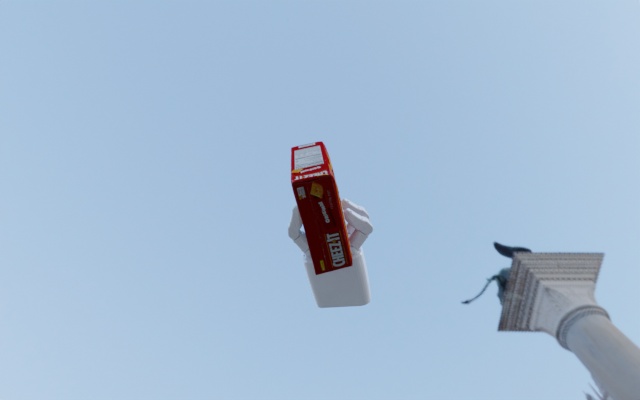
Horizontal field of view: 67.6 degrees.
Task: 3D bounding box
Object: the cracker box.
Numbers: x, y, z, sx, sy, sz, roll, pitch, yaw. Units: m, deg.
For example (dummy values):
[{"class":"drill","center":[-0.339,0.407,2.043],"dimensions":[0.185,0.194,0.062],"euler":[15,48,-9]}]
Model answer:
[{"class":"cracker box","center":[0.000,0.003,0.832],"dimensions":[0.072,0.164,0.213],"euler":[-14,21,1]}]
